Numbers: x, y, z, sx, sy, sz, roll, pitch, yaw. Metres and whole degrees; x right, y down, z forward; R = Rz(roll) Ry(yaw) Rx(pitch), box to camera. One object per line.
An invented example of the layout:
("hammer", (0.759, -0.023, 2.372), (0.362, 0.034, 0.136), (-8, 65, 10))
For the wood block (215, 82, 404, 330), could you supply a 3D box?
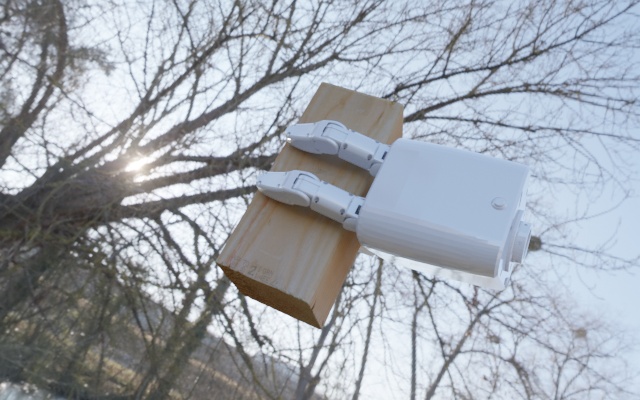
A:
("wood block", (0.001, 0.002, 0.455), (0.090, 0.206, 0.091), (20, -25, 18))
